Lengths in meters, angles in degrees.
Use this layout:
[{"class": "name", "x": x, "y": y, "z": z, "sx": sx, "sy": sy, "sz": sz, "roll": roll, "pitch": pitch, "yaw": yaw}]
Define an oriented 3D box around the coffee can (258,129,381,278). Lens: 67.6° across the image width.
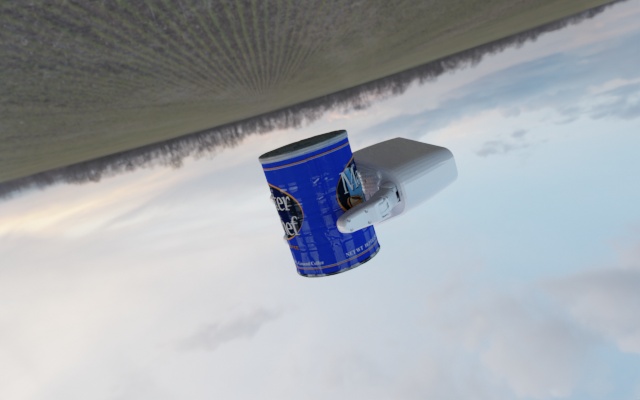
[{"class": "coffee can", "x": 0.000, "y": 0.002, "z": 0.542, "sx": 0.103, "sy": 0.140, "sz": 0.102, "roll": -17, "pitch": 12, "yaw": 4}]
